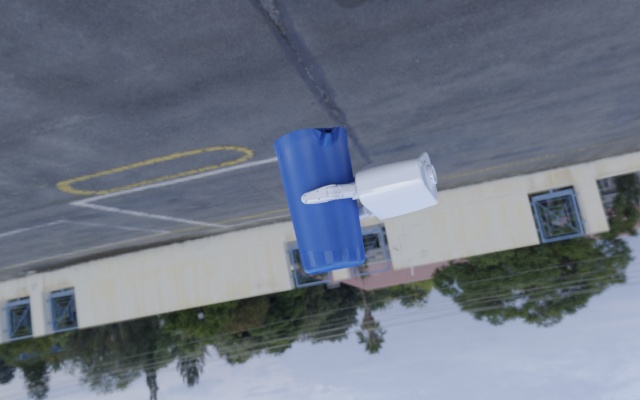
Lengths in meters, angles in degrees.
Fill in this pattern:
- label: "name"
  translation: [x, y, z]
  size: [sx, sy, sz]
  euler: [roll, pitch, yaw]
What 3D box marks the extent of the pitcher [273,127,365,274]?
- label: "pitcher"
  translation: [0.000, 0.003, 0.842]
  size: [0.145, 0.242, 0.149]
  euler: [-14, -10, 22]
